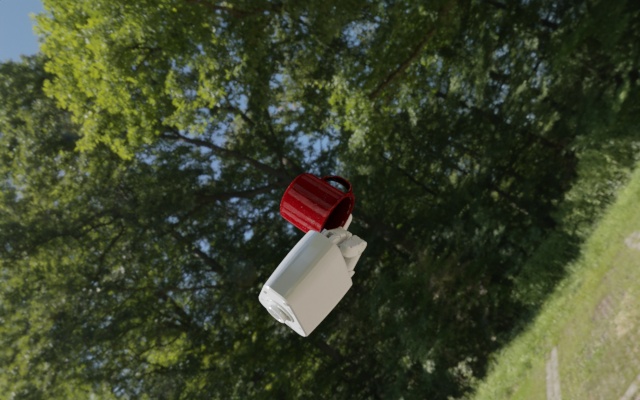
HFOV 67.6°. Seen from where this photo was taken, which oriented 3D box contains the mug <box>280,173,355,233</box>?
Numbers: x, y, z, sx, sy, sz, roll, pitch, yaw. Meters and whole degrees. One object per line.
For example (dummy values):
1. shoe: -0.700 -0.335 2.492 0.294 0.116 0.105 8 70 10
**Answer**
1. mug: 0.001 0.001 0.735 0.081 0.117 0.093 32 -29 21
